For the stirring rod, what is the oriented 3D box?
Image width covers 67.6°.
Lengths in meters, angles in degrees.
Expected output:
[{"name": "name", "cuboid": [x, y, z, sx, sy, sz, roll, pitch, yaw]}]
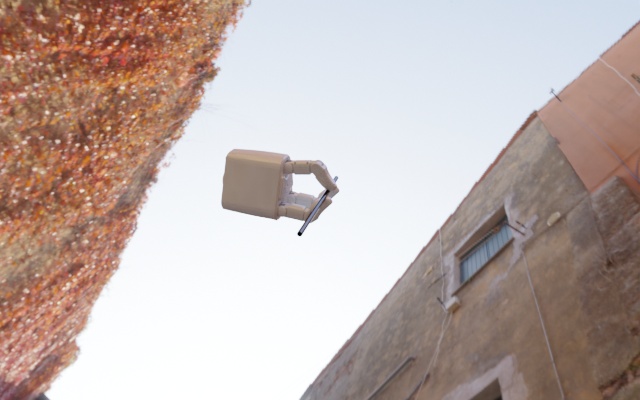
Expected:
[{"name": "stirring rod", "cuboid": [0.000, 0.003, 0.778, 0.011, 0.011, 0.239, 0, 22, 15]}]
